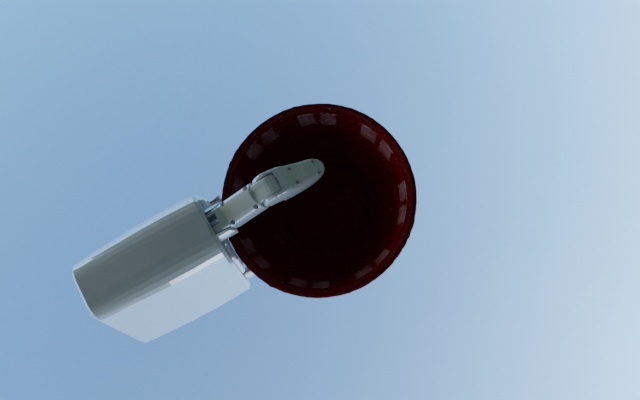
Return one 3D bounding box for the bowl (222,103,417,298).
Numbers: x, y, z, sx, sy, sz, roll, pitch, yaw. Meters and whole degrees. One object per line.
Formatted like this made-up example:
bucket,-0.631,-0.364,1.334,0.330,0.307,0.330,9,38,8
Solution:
bowl,0.001,0.001,0.416,0.162,0.162,0.055,0,-8,8
